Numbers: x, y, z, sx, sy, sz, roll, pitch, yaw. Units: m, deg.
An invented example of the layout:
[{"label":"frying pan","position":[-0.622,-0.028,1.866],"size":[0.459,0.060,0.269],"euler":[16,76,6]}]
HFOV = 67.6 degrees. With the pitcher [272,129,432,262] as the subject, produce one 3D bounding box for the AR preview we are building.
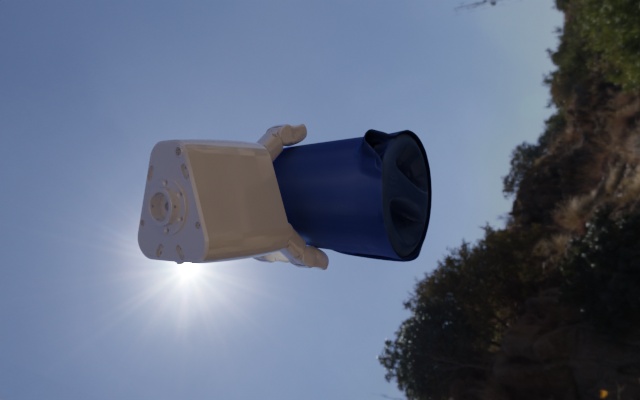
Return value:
[{"label":"pitcher","position":[0.000,0.002,0.557],"size":[0.243,0.149,0.145],"euler":[0,4,33]}]
